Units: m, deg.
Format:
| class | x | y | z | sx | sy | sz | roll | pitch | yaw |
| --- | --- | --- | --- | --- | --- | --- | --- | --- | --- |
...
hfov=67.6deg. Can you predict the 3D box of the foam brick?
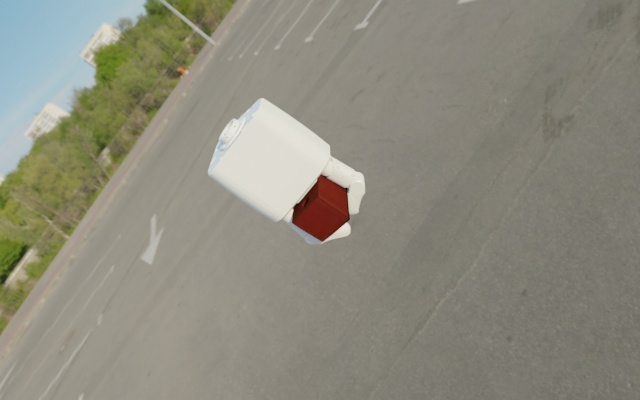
| class | x | y | z | sx | sy | sz | roll | pitch | yaw |
| --- | --- | --- | --- | --- | --- | --- | --- | --- | --- |
| foam brick | 0.000 | 0.002 | 0.603 | 0.051 | 0.053 | 0.078 | 34 | 30 | -23 |
